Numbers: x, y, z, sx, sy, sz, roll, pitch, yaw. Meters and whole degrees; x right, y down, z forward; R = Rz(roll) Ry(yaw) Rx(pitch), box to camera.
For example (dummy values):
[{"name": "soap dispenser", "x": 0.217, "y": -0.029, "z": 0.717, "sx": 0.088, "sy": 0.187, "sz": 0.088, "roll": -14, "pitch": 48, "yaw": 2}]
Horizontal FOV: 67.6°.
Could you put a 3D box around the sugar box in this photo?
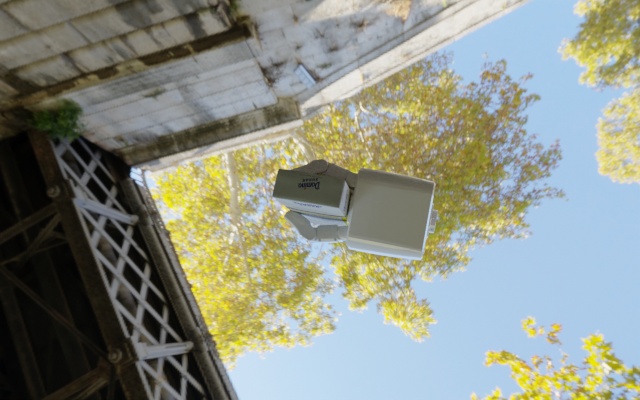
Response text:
[{"name": "sugar box", "x": 0.000, "y": 0.002, "z": 0.691, "sx": 0.093, "sy": 0.048, "sz": 0.176, "roll": 10, "pitch": -13, "yaw": 12}]
